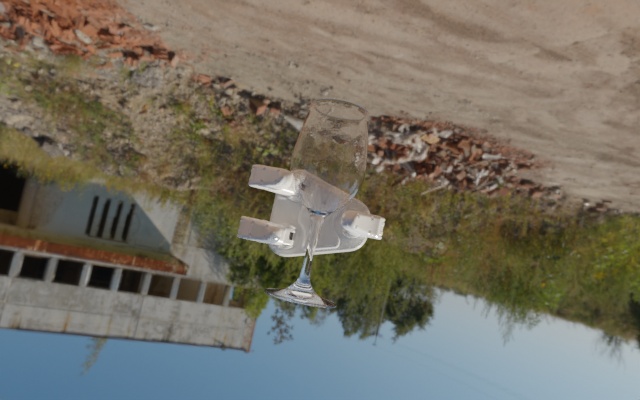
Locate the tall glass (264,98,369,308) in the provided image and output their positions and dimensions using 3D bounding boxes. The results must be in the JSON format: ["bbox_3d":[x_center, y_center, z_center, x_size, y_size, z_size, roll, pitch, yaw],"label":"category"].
[{"bbox_3d":[0.000,0.002,0.488,0.079,0.201,0.079,12,-5,1],"label":"tall glass"}]
